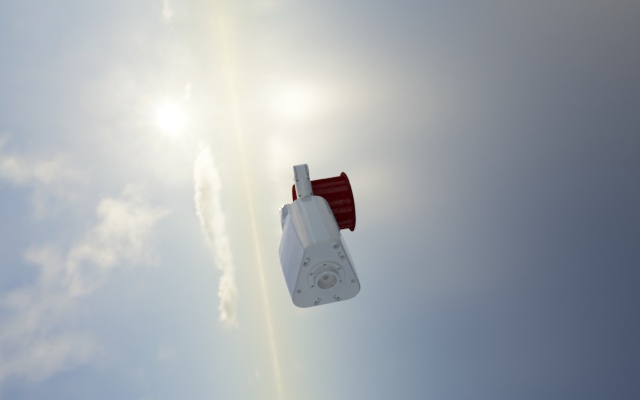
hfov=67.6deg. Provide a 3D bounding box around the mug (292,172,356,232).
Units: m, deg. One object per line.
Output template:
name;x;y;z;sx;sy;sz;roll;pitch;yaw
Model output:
mug;0.000;0.002;0.735;0.081;0.093;0.117;-9;30;-9
